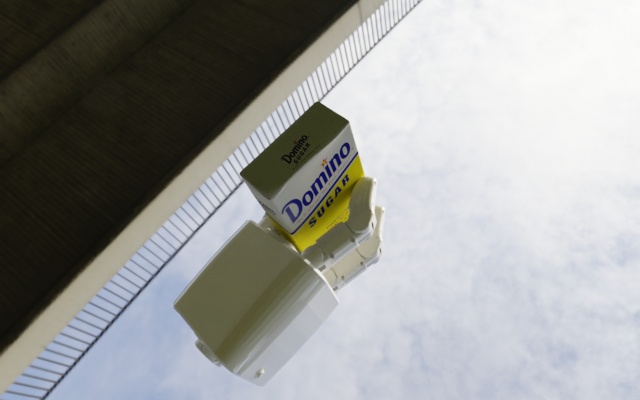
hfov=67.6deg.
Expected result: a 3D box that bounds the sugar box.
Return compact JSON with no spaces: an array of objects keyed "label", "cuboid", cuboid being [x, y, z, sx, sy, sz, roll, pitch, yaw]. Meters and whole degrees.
[{"label":"sugar box","cuboid":[0.000,0.002,0.446,0.048,0.093,0.176,38,-14,28]}]
